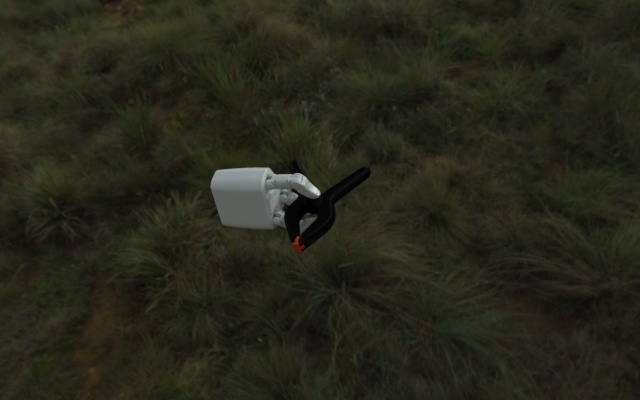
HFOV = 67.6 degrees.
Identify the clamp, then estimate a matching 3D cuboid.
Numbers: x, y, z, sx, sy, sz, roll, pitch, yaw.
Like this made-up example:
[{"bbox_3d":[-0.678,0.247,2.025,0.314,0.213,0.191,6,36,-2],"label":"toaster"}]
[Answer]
[{"bbox_3d":[0.000,0.003,0.872,0.164,0.209,0.036,1,-39,17],"label":"clamp"}]
